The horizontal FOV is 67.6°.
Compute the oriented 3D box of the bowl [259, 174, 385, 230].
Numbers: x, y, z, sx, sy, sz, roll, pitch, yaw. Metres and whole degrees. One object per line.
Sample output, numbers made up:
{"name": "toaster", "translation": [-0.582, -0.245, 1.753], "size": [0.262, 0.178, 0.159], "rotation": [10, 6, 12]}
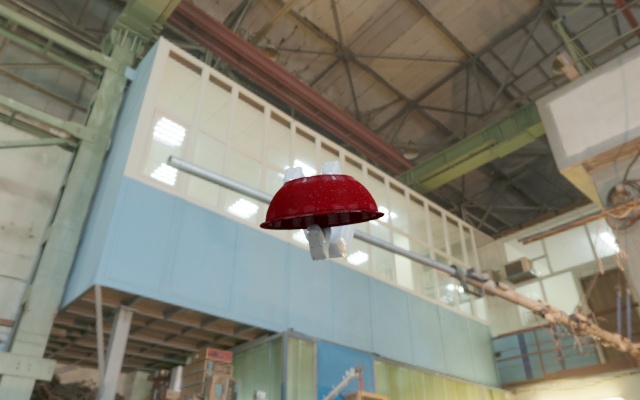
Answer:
{"name": "bowl", "translation": [0.000, 0.001, 0.616], "size": [0.162, 0.055, 0.162], "rotation": [-5, -8, -1]}
